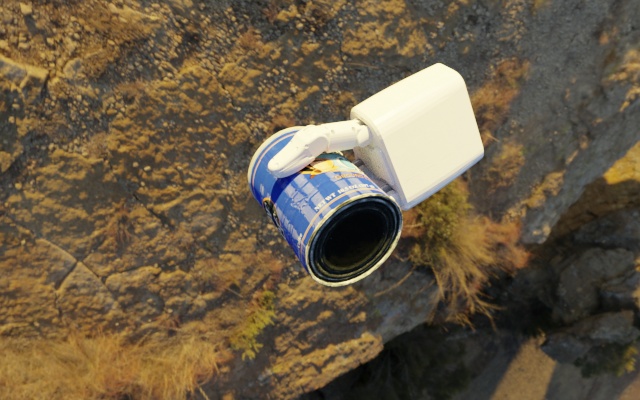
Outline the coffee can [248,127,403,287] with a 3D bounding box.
[{"bbox_3d":[0.000,0.002,0.479,0.103,0.103,0.140,0,32,-33],"label":"coffee can"}]
